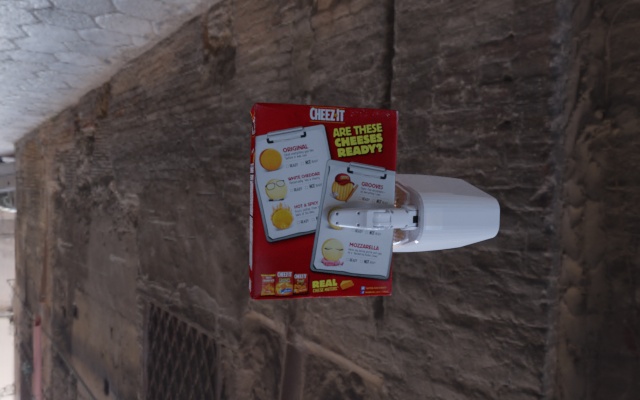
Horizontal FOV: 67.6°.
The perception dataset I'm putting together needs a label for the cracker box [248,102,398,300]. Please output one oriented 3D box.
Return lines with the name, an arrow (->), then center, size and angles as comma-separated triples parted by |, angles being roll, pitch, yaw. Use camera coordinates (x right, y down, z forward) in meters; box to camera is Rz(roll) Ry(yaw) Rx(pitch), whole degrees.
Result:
cracker box -> 0.000, 0.002, 0.555 | 0.164, 0.213, 0.072 | 1, 3, -14
